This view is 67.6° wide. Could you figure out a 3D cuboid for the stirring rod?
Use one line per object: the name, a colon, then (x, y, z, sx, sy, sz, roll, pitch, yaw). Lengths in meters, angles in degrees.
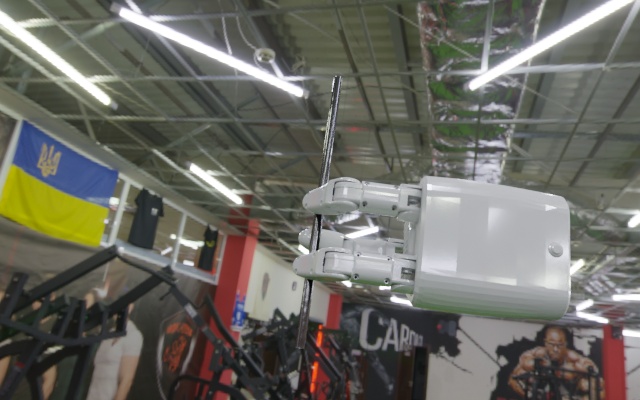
stirring rod: (0.000, 0.001, 0.407, 0.011, 0.239, 0.011, 8, -16, 2)
